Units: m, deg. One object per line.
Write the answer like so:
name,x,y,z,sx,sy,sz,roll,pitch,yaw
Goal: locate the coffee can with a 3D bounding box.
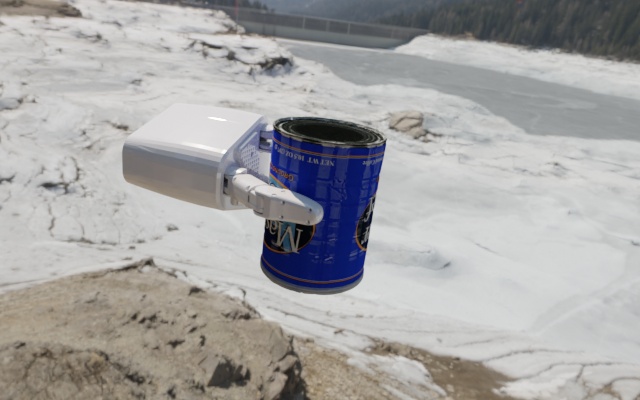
coffee can,0.000,0.002,0.447,0.103,0.140,0.102,7,20,-2
